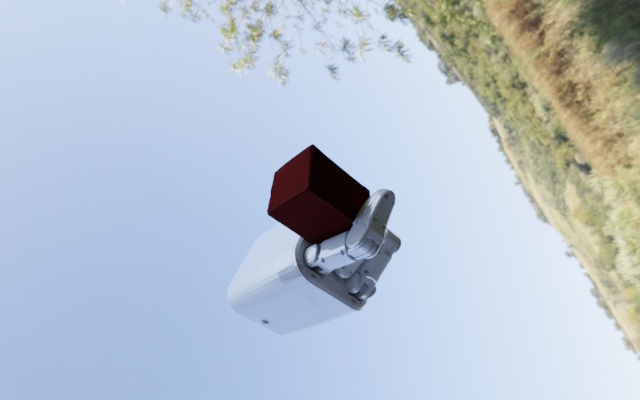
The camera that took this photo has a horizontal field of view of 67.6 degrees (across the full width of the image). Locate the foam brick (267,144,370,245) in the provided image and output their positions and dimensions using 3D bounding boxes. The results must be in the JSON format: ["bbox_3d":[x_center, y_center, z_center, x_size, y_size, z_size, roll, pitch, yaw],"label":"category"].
[{"bbox_3d":[0.000,0.001,0.416,0.051,0.053,0.078,-30,-52,33],"label":"foam brick"}]
